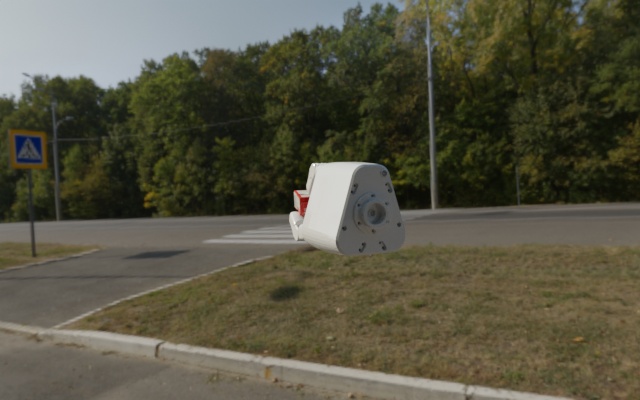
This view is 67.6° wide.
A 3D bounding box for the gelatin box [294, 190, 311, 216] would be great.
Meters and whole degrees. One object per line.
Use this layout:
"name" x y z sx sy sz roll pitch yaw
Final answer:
"gelatin box" 0.000 0.002 0.728 0.073 0.030 0.089 -2 8 -8
